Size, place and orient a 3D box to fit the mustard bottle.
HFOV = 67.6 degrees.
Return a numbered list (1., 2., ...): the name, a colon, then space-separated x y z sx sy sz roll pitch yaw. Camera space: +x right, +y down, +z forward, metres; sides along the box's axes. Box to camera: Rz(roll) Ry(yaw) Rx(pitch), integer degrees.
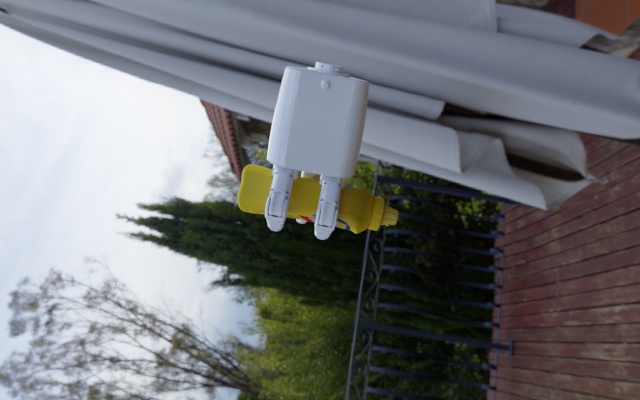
1. mustard bottle: 0.000 0.002 0.584 0.191 0.058 0.096 11 -8 -1
